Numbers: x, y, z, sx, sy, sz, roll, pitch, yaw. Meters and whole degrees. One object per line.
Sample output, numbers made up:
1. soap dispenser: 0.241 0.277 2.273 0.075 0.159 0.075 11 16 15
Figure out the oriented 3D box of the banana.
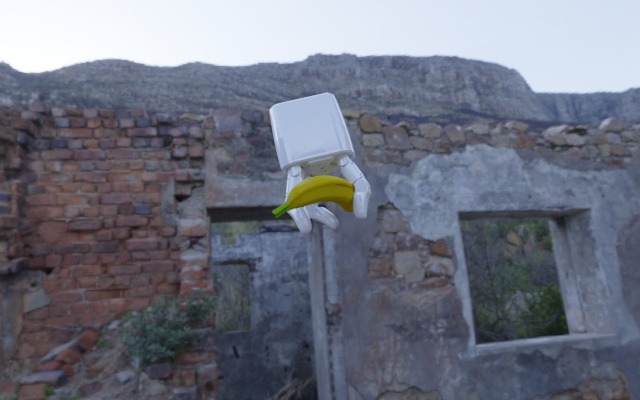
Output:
1. banana: 0.011 -0.007 0.702 0.070 0.037 0.198 -37 -21 30
